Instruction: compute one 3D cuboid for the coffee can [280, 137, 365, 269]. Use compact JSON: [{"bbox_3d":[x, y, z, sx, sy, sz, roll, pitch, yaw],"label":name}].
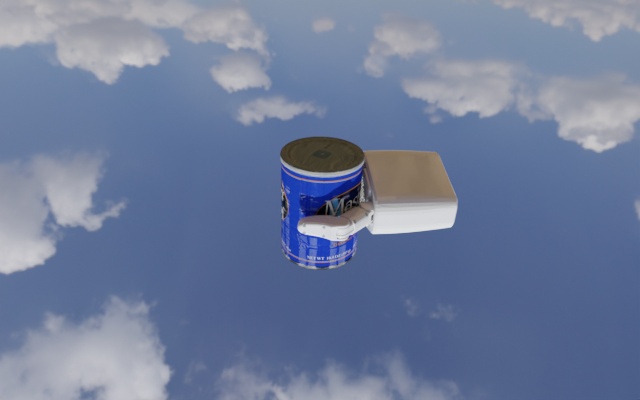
[{"bbox_3d":[0.000,0.002,0.615,0.103,0.140,0.102,2,31,-1],"label":"coffee can"}]
